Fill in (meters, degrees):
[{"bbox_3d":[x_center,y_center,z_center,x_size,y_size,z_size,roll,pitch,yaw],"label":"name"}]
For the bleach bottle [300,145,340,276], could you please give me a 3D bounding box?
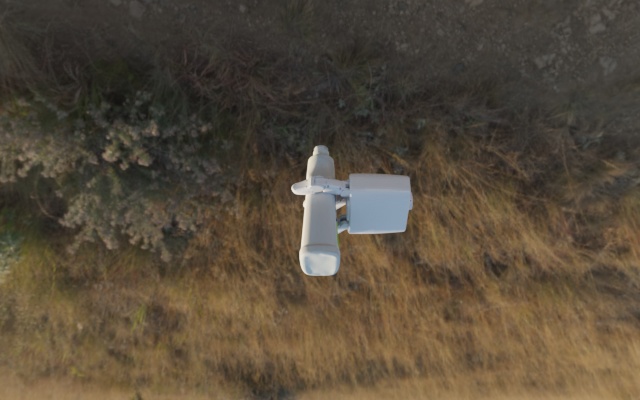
[{"bbox_3d":[0.000,0.003,0.867,0.068,0.250,0.103,0,-31,1],"label":"bleach bottle"}]
